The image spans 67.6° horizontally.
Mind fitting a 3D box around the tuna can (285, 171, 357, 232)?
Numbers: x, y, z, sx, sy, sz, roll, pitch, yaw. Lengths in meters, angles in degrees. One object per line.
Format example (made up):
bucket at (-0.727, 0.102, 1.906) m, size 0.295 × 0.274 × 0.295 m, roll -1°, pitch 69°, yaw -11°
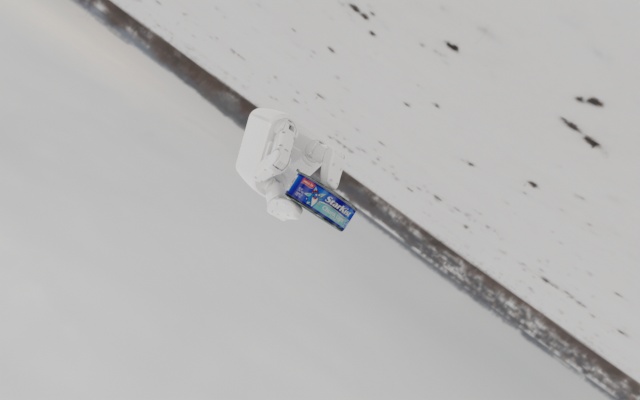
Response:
tuna can at (0.000, 0.002, 0.576) m, size 0.086 × 0.034 × 0.086 m, roll 33°, pitch -3°, yaw 2°
